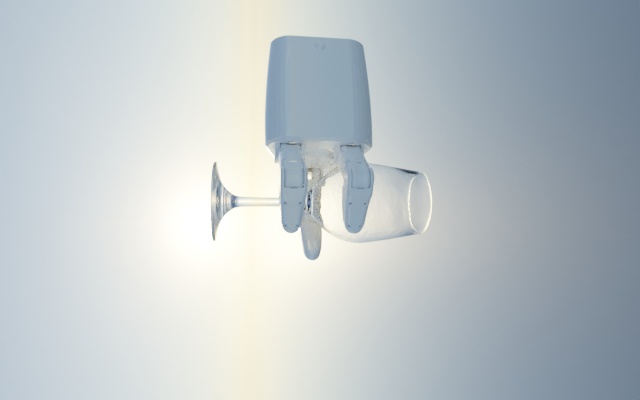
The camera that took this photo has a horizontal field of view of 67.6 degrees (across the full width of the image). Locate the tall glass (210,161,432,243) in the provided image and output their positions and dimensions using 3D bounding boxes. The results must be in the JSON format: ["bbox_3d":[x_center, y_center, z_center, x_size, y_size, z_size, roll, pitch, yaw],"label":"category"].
[{"bbox_3d":[-0.001,0.002,0.456,0.201,0.079,0.079,1,0,-8],"label":"tall glass"}]
